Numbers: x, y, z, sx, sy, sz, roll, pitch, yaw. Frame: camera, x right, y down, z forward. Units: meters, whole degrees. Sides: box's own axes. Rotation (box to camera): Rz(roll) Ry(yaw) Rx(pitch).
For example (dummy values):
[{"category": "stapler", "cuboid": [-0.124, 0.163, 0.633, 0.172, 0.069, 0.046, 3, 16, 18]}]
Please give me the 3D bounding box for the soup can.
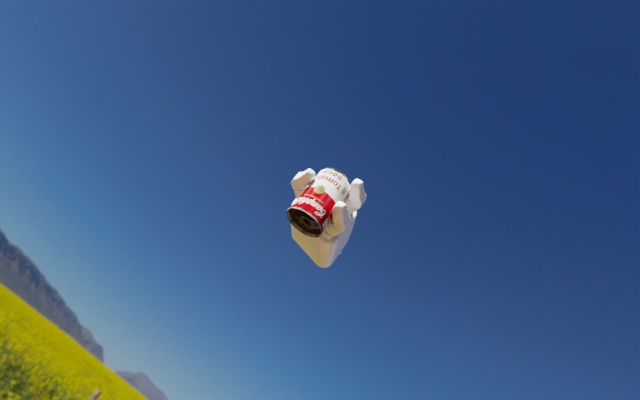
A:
[{"category": "soup can", "cuboid": [0.000, 0.002, 0.796, 0.068, 0.068, 0.102, 0, 42, 47]}]
